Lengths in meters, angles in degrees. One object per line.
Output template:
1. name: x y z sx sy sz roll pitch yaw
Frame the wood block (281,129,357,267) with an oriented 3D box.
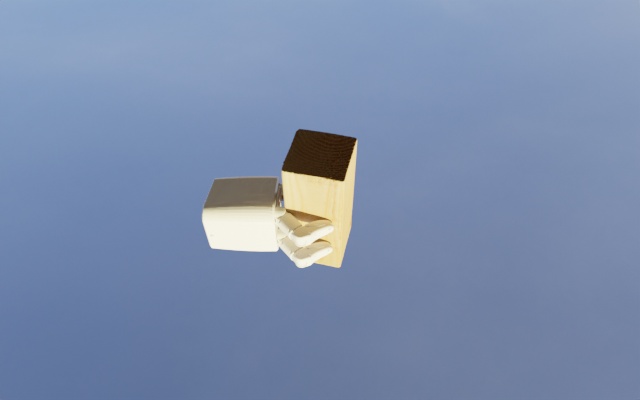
1. wood block: 0.000 0.002 0.731 0.090 0.090 0.206 10 -39 9
